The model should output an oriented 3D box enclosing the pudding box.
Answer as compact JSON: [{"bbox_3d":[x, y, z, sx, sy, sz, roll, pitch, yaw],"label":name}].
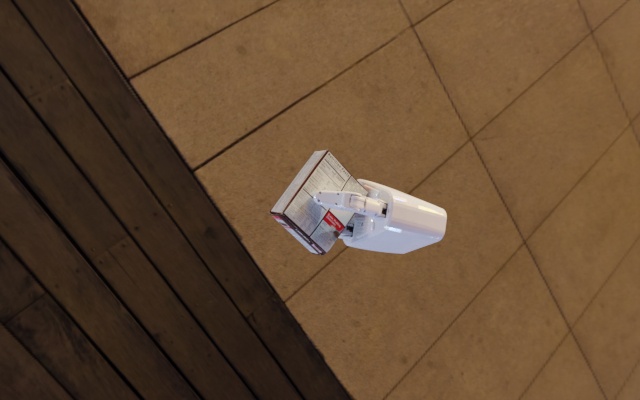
[{"bbox_3d":[0.000,0.002,0.632,0.090,0.113,0.039,45,-24,-24],"label":"pudding box"}]
